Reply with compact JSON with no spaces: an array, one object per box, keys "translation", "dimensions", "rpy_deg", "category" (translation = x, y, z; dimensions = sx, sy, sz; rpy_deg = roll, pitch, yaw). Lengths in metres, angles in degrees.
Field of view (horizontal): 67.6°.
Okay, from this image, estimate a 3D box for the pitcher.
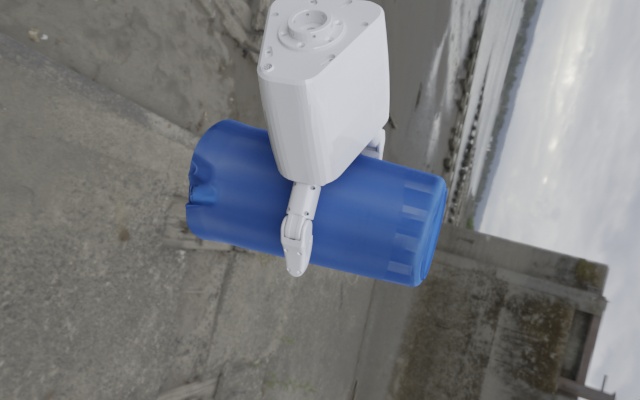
[{"translation":[0.000,0.002,0.494],"dimensions":[0.243,0.149,0.145],"rpy_deg":[14,-33,18],"category":"pitcher"}]
